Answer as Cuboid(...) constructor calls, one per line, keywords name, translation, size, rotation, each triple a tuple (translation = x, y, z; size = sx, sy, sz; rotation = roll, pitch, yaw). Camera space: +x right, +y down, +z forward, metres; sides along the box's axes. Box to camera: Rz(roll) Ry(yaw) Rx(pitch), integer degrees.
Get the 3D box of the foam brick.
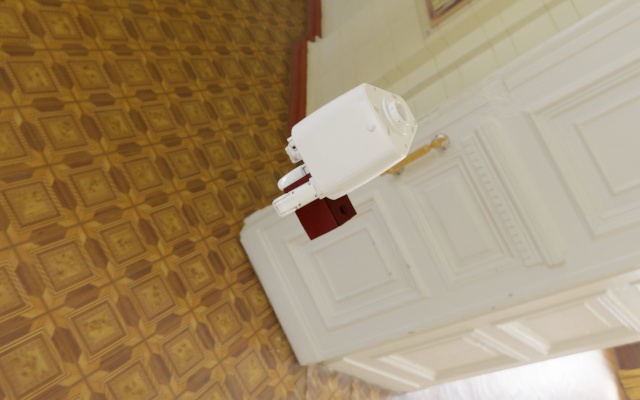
Cuboid(name="foam brick", translation=(0.000, 0.002, 0.610), size=(0.051, 0.078, 0.053), rotation=(-28, 1, 32))
